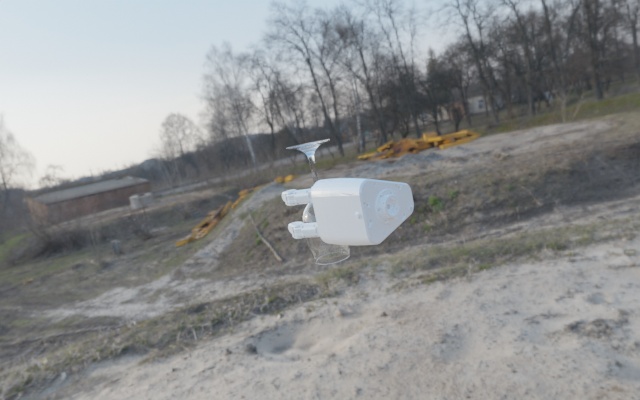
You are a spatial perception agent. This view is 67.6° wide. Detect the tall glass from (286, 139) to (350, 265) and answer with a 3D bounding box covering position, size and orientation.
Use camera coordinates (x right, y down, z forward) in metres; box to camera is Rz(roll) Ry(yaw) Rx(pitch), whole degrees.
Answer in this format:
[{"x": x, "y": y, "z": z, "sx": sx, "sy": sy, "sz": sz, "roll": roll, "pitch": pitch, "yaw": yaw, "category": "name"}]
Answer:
[{"x": 0.000, "y": 0.002, "z": 0.800, "sx": 0.079, "sy": 0.201, "sz": 0.079, "roll": -12, "pitch": 8, "yaw": 2, "category": "tall glass"}]
